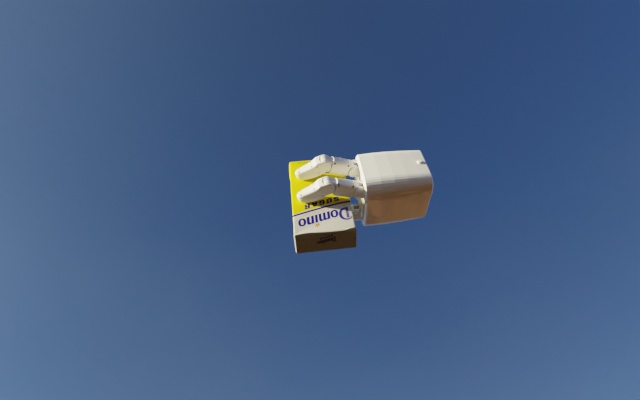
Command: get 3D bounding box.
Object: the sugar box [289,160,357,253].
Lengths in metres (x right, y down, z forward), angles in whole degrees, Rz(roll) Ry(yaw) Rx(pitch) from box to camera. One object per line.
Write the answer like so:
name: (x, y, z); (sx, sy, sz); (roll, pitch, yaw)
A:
sugar box: (0.000, 0.002, 0.757); (0.093, 0.048, 0.176); (-6, 39, -2)
